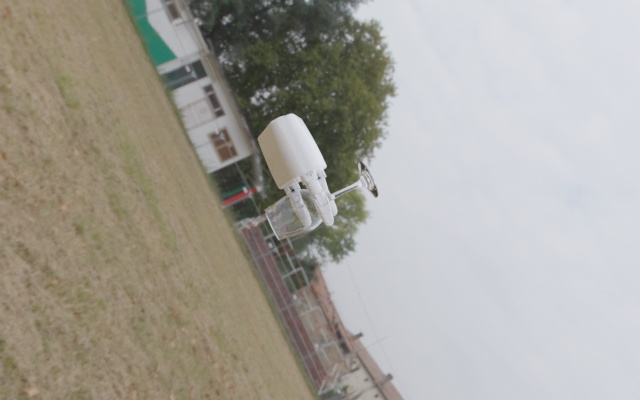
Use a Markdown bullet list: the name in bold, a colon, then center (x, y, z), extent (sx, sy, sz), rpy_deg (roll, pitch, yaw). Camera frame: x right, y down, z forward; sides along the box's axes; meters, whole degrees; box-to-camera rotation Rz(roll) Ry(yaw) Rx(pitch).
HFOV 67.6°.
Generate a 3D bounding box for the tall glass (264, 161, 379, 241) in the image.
- **tall glass**: center (0.001, 0.003, 0.872), extent (0.201, 0.079, 0.079), rpy_deg (-26, 4, -8)
